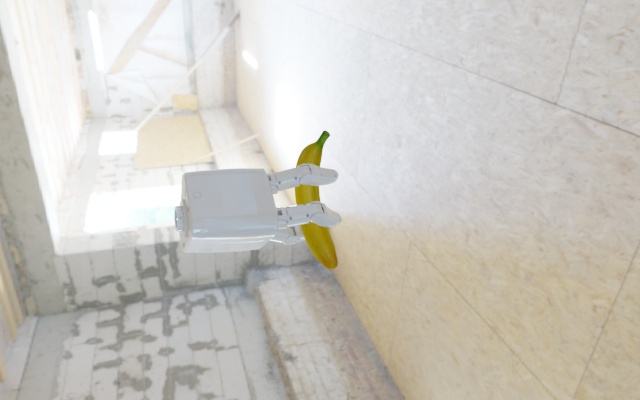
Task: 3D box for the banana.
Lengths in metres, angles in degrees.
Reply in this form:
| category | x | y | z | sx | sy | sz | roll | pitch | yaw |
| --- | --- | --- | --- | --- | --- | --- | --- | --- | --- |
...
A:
| category | x | y | z | sx | sy | sz | roll | pitch | yaw |
| --- | --- | --- | --- | --- | --- | --- | --- | --- | --- |
| banana | -0.009 | 0.002 | 0.686 | 0.037 | 0.197 | 0.069 | 1 | -11 | -30 |
